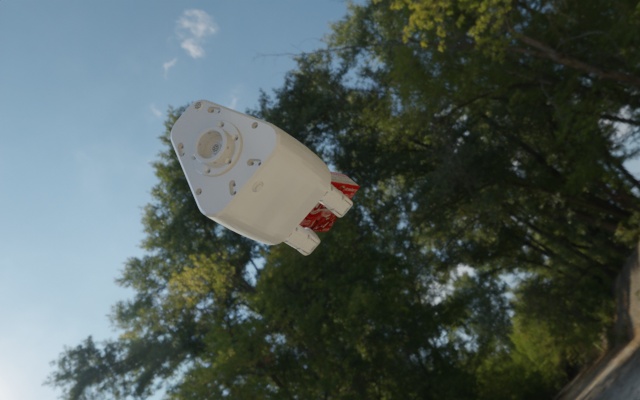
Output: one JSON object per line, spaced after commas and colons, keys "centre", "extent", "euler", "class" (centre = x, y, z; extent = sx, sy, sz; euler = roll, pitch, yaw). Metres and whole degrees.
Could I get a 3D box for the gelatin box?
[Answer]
{"centre": [0.000, 0.002, 0.568], "extent": [0.030, 0.073, 0.089], "euler": [41, 16, 24], "class": "gelatin box"}
